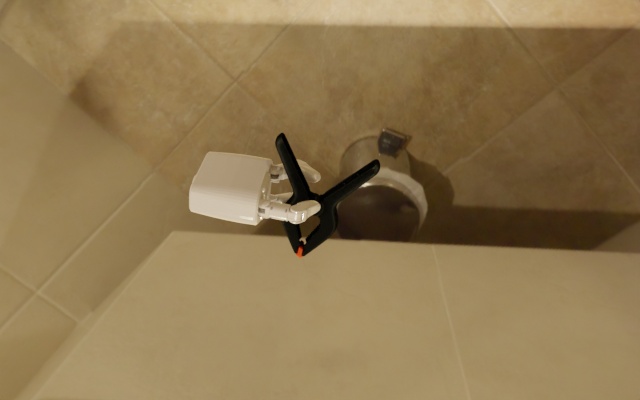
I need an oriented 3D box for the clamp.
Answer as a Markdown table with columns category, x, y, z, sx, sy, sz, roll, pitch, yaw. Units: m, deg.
| category | x | y | z | sx | sy | sz | roll | pitch | yaw |
| --- | --- | --- | --- | --- | --- | --- | --- | --- | --- |
| clamp | 0.000 | 0.003 | 0.768 | 0.164 | 0.210 | 0.036 | 10 | 28 | 2 |
